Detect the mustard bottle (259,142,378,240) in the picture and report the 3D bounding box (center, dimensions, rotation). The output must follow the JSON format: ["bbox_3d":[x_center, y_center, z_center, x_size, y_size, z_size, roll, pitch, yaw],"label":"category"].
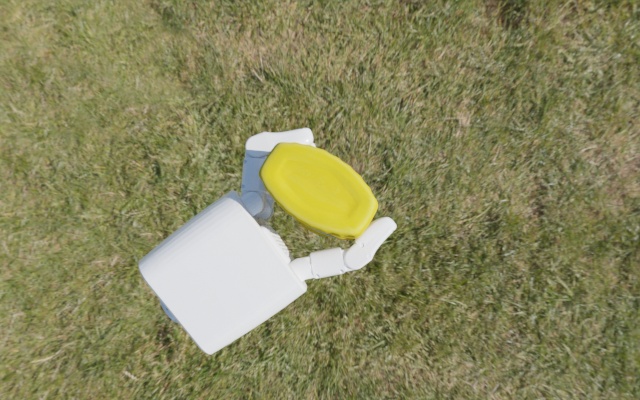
[{"bbox_3d":[0.000,0.001,0.457,0.096,0.058,0.191,30,-5,5],"label":"mustard bottle"}]
